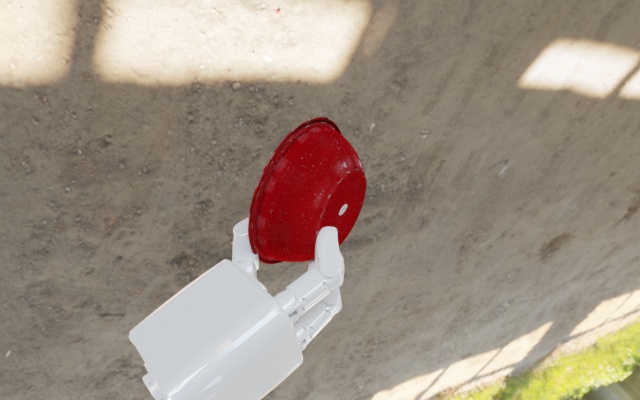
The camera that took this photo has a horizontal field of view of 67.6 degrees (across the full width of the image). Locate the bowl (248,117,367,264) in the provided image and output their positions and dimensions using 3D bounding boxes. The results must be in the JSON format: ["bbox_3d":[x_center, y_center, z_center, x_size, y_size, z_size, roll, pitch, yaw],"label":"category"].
[{"bbox_3d":[0.001,0.001,0.482,0.055,0.162,0.162,24,11,25],"label":"bowl"}]
